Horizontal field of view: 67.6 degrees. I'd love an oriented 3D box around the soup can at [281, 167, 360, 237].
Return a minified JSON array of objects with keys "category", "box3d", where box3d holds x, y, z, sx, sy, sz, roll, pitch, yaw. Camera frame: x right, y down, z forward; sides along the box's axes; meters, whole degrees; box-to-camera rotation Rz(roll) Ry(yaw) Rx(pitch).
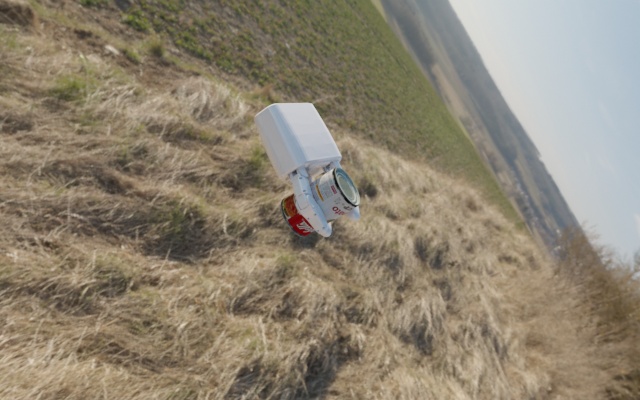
[{"category":"soup can","box3d":[0.001,0.003,0.721,0.102,0.068,0.068,-30,-13,23]}]
